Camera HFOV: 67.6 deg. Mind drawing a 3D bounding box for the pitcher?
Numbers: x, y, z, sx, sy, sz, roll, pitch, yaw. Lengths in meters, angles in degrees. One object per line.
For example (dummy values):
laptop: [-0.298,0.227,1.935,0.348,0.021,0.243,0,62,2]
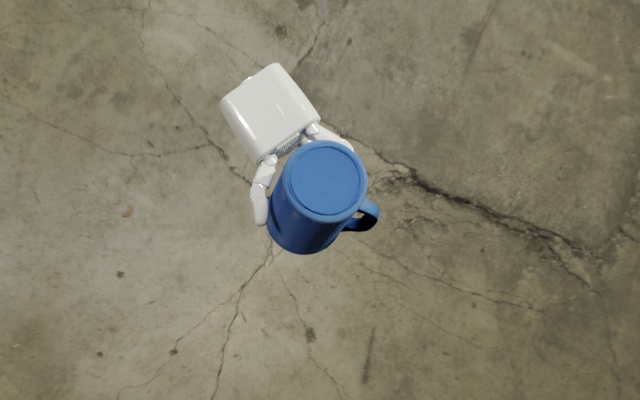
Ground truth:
pitcher: [0.000,0.002,0.698,0.149,0.145,0.243,-31,-6,-14]
